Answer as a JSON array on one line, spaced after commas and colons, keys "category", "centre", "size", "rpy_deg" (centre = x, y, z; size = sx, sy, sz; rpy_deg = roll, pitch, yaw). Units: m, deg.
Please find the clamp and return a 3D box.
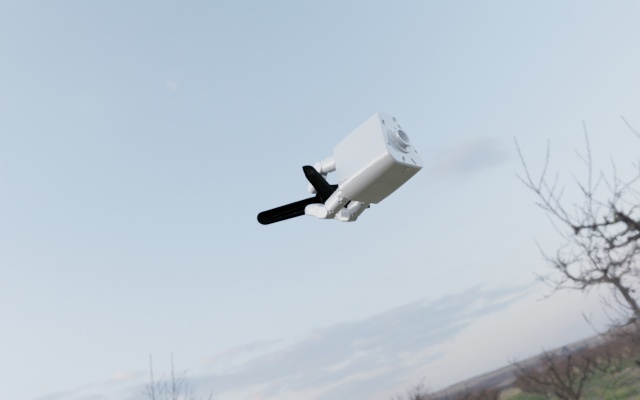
[{"category": "clamp", "centre": [0.000, 0.002, 0.851], "size": [0.210, 0.036, 0.165], "rpy_deg": [9, -36, -44]}]
